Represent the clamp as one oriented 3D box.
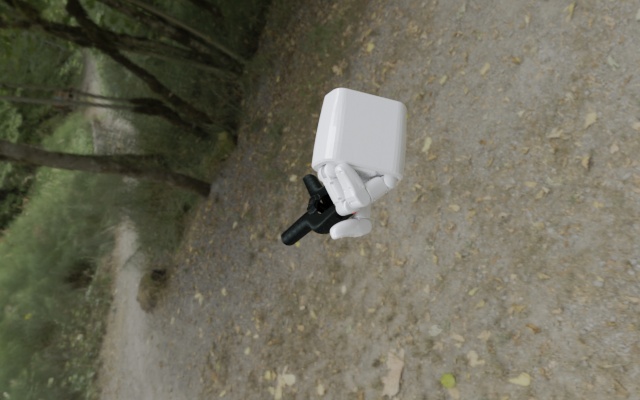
[{"bbox_3d":[0.000,0.002,0.706,0.039,0.120,0.171,21,-21,-29],"label":"clamp"}]
